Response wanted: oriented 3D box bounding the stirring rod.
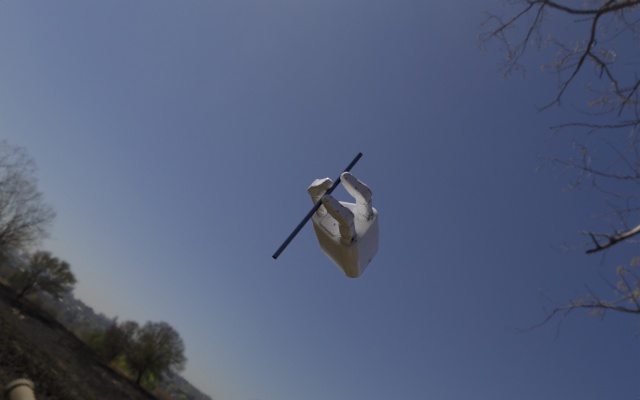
[{"bbox_3d":[0.000,0.003,0.759,0.011,0.011,0.239,0,43,51],"label":"stirring rod"}]
